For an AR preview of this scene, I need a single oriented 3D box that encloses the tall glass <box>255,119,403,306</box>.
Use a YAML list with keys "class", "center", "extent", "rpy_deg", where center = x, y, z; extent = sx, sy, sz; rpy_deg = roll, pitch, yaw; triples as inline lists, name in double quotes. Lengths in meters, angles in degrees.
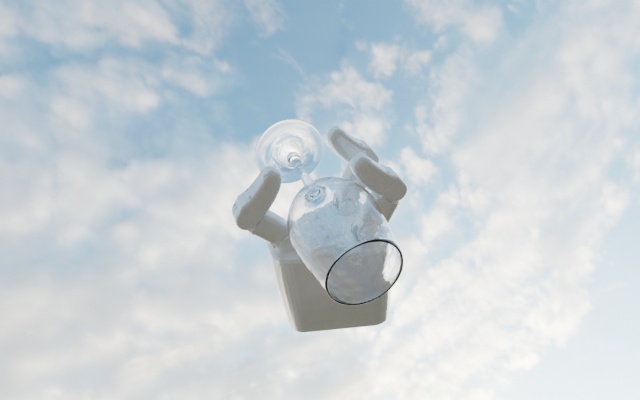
- class: "tall glass"
  center: [0.000, 0.001, 0.422]
  extent: [0.079, 0.079, 0.201]
  rpy_deg: [0, 31, -22]
